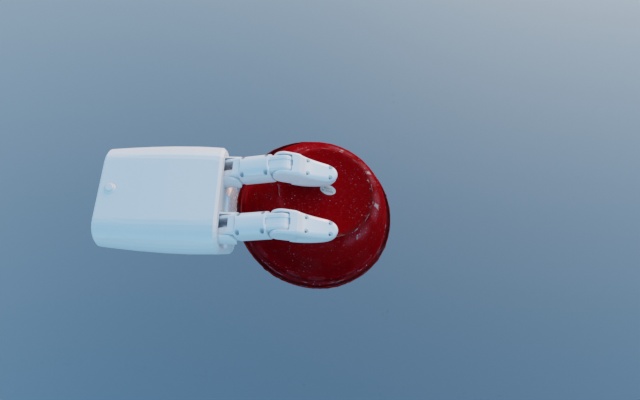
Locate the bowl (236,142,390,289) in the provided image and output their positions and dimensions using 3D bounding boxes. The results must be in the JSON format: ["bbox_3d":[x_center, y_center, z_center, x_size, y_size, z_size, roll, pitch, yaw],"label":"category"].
[{"bbox_3d":[0.001,0.001,0.469,0.162,0.162,0.055,0,-22,-13],"label":"bowl"}]
